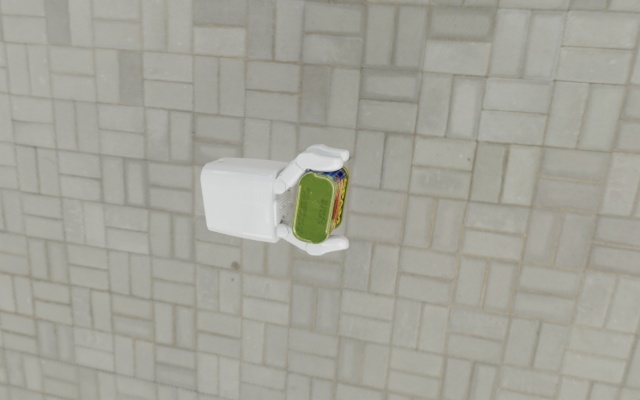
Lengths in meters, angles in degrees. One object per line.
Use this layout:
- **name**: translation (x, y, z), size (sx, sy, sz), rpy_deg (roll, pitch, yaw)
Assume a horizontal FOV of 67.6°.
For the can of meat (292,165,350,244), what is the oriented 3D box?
- **can of meat**: translation (0.000, 0.002, 0.660), size (0.057, 0.102, 0.084), rpy_deg (12, 16, 11)
